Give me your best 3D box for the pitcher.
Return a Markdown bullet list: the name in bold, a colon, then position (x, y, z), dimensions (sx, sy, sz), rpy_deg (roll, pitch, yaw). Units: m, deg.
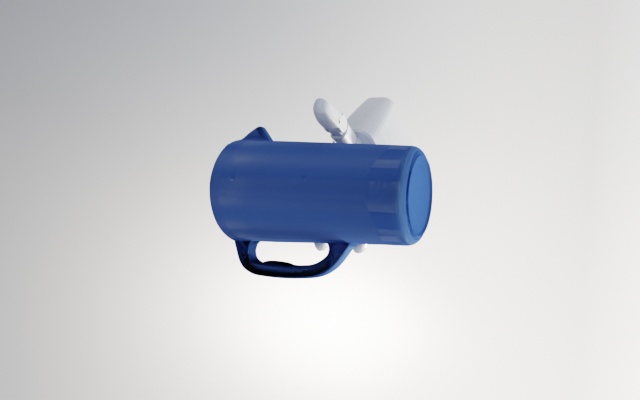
- **pitcher**: position (0.000, 0.002, 0.565), dimensions (0.243, 0.149, 0.145), rpy_deg (3, 37, 29)
